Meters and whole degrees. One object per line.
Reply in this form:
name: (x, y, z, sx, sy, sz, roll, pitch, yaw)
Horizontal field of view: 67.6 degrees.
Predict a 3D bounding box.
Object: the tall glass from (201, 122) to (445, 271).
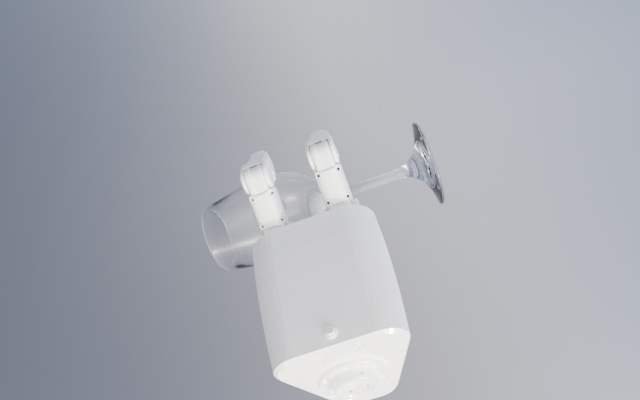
tall glass: (0.001, 0.001, 0.421, 0.201, 0.079, 0.079, -20, -2, 6)
